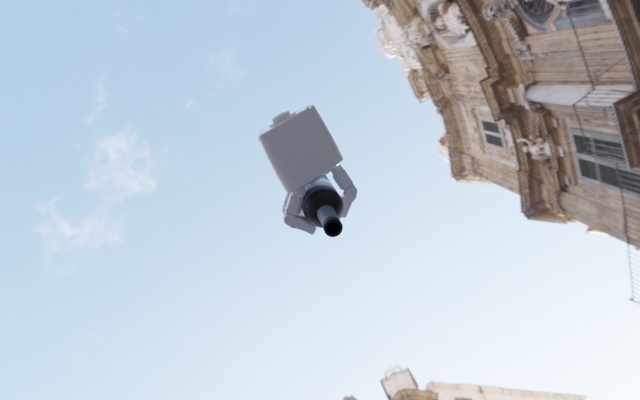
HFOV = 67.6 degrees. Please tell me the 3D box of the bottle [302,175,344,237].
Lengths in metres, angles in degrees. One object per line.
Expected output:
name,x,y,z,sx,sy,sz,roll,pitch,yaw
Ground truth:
bottle,0.000,0.003,0.806,0.069,0.069,0.295,0,14,-7
